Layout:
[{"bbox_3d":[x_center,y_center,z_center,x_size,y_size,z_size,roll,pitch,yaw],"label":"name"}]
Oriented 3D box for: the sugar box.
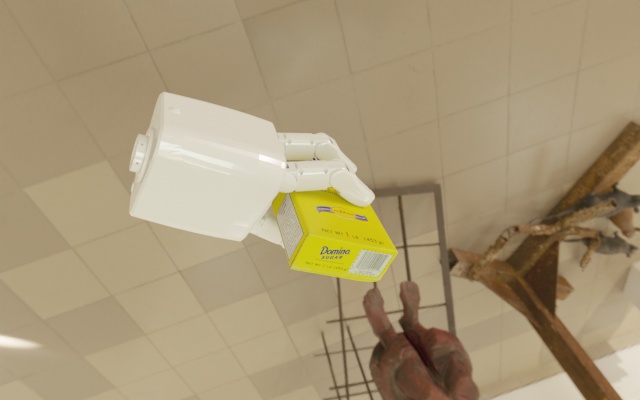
[{"bbox_3d":[0.000,0.001,0.475,0.093,0.048,0.176,14,32,-27],"label":"sugar box"}]
